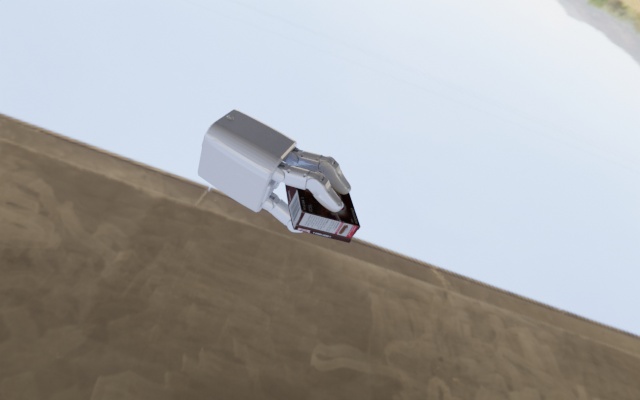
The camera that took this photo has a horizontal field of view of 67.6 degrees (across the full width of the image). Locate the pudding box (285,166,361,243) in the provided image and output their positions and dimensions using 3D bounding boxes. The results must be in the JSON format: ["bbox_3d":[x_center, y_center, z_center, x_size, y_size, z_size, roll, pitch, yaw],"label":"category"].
[{"bbox_3d":[0.000,0.002,0.677,0.090,0.039,0.113,14,37,-22],"label":"pudding box"}]
